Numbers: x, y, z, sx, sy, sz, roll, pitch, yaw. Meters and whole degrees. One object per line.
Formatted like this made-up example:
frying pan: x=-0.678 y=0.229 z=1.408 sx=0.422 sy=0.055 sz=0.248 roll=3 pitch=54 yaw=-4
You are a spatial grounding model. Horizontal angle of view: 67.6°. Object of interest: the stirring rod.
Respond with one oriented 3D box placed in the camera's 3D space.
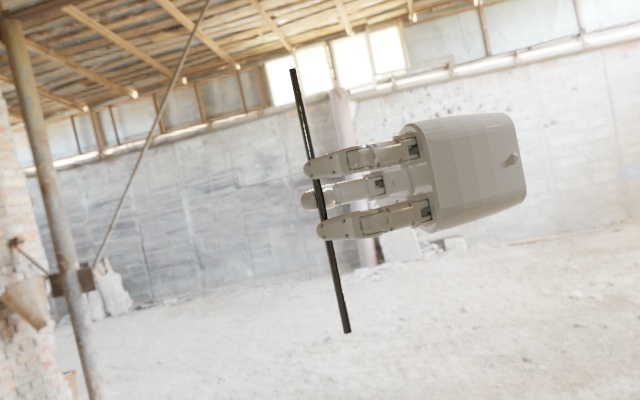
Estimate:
stirring rod: x=0.000 y=0.001 z=0.426 sx=0.011 sy=0.239 sz=0.011 roll=-12 pitch=2 yaw=0
